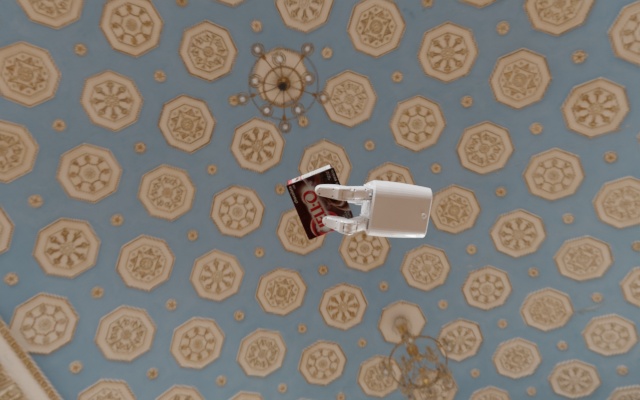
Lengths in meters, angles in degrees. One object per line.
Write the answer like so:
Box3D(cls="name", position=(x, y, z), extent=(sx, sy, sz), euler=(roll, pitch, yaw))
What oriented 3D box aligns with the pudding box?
Box3D(cls="pudding box", position=(0.000, 0.003, 0.849), extent=(0.090, 0.113, 0.039), euler=(-22, 14, 2))
